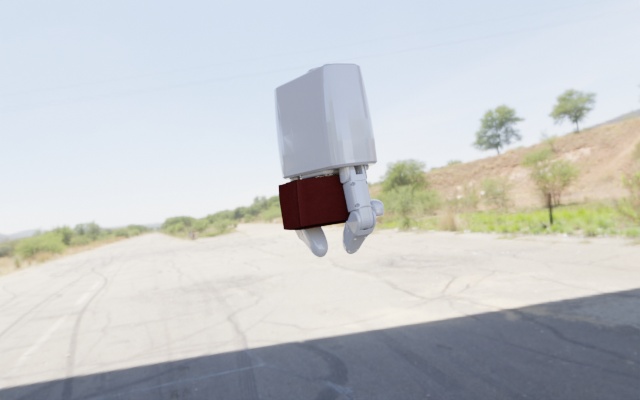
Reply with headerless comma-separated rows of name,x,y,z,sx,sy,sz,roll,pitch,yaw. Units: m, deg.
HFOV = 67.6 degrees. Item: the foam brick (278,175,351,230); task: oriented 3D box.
foam brick,0.000,0.002,0.514,0.078,0.051,0.053,-8,-1,-26
